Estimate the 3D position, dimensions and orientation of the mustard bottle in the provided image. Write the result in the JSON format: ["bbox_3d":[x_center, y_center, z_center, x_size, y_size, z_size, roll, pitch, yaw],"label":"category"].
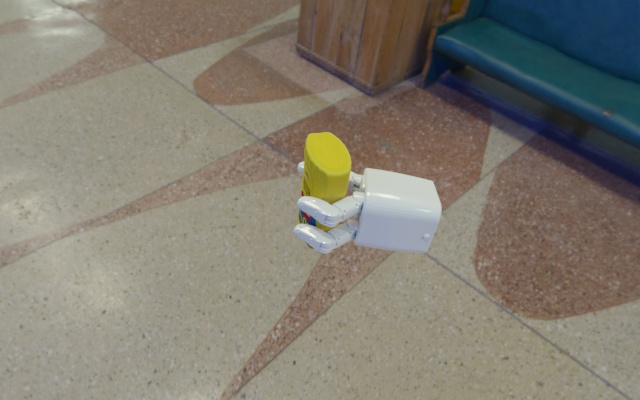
[{"bbox_3d":[0.000,0.002,0.701,0.058,0.192,0.096,-8,45,-18],"label":"mustard bottle"}]
